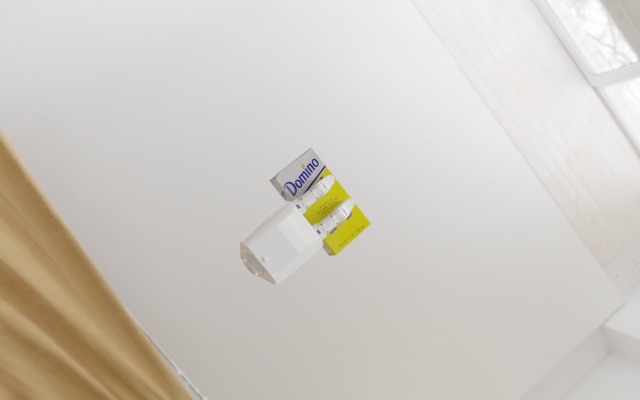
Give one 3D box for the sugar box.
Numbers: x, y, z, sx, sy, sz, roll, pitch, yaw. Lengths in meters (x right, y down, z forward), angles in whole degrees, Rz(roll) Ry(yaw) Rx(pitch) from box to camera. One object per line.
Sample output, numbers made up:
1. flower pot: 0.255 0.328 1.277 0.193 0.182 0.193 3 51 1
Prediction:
1. sugar box: 0.000 0.003 0.856 0.093 0.176 0.048 -41 7 -18
